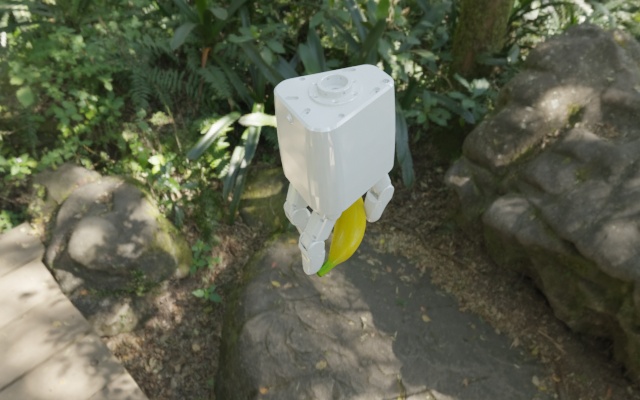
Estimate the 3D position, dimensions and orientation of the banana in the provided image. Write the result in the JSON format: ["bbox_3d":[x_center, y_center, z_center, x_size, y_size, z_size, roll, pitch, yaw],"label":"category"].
[{"bbox_3d":[0.019,0.002,0.601,0.069,0.197,0.037,-8,-43,2],"label":"banana"}]
